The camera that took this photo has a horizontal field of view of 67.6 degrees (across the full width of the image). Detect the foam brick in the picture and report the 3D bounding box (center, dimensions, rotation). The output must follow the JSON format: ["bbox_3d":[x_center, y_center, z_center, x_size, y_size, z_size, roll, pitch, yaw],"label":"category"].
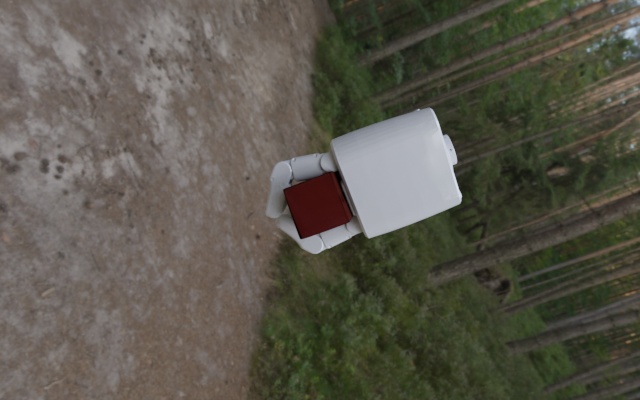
[{"bbox_3d":[0.000,0.002,0.488,0.051,0.053,0.078,-20,3,9],"label":"foam brick"}]
